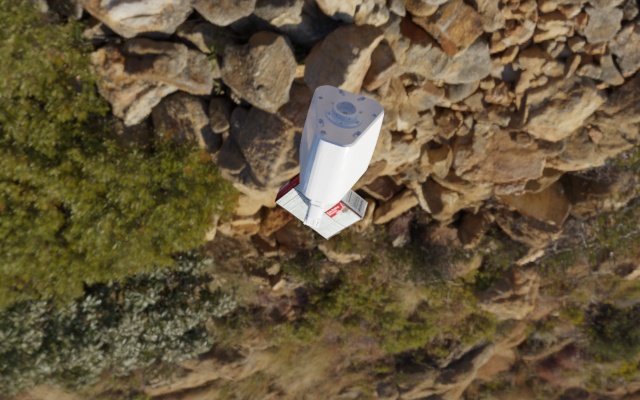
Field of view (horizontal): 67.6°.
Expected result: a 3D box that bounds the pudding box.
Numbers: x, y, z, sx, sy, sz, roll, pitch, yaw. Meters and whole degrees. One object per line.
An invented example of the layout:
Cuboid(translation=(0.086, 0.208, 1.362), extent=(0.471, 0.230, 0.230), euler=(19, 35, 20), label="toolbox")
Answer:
Cuboid(translation=(0.000, 0.002, 0.732), extent=(0.113, 0.039, 0.090), euler=(38, -44, -18), label="pudding box")
